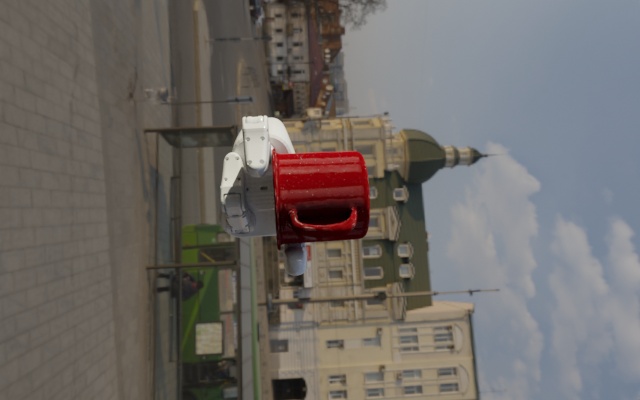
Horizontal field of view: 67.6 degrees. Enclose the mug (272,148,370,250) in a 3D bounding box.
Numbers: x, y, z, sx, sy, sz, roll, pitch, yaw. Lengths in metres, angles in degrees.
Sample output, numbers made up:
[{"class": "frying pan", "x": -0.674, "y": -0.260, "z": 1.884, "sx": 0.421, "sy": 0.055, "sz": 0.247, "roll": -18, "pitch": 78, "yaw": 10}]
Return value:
[{"class": "mug", "x": 0.000, "y": 0.002, "z": 0.426, "sx": 0.081, "sy": 0.093, "sz": 0.117, "roll": -3, "pitch": 23, "yaw": -4}]
